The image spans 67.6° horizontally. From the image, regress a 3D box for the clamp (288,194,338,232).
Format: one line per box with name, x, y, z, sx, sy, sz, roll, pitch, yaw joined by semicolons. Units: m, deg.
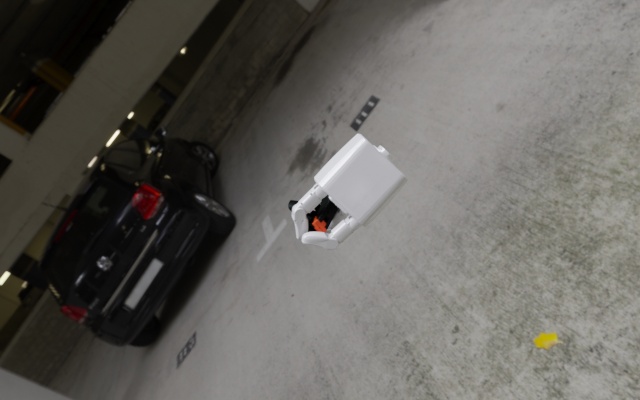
clamp;0.000;0.003;0.861;0.039;0.120;0.171;42;7;-24
